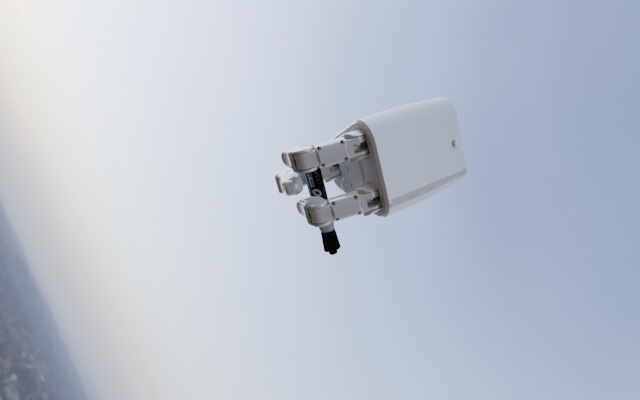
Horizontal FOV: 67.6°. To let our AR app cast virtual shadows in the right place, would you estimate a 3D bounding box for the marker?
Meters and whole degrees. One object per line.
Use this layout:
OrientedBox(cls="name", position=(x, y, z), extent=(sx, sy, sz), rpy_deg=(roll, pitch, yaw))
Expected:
OrientedBox(cls="marker", position=(0.000, 0.002, 0.505), extent=(0.020, 0.121, 0.020), rpy_deg=(-13, 16, 4))
